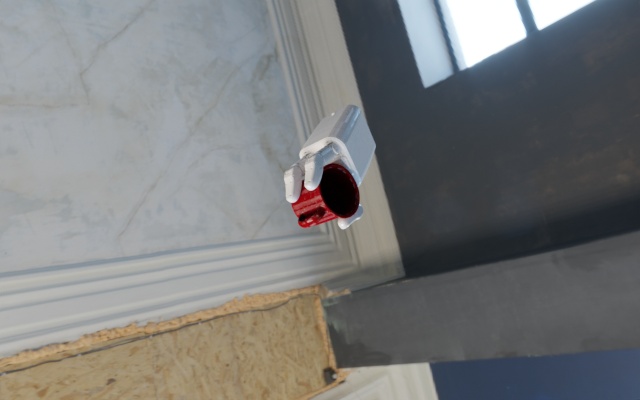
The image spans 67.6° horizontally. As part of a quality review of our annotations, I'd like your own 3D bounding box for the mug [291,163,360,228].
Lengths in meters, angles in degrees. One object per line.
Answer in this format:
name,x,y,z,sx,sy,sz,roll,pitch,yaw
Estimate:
mug,-0.001,0.004,0.788,0.081,0.093,0.117,-22,29,44
